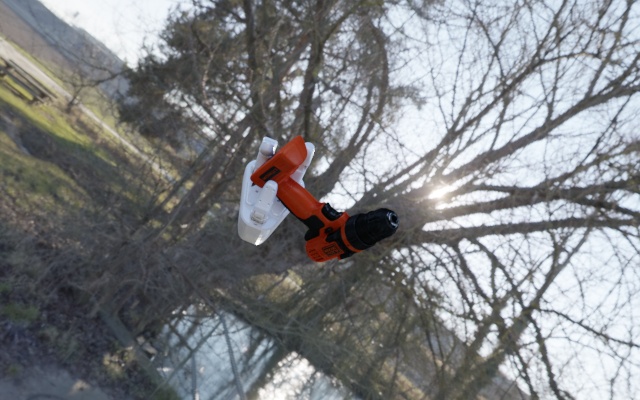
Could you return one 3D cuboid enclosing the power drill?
[{"bbox_3d":[0.000,0.002,0.683,0.184,0.188,0.057,-28,15,47],"label":"power drill"}]
